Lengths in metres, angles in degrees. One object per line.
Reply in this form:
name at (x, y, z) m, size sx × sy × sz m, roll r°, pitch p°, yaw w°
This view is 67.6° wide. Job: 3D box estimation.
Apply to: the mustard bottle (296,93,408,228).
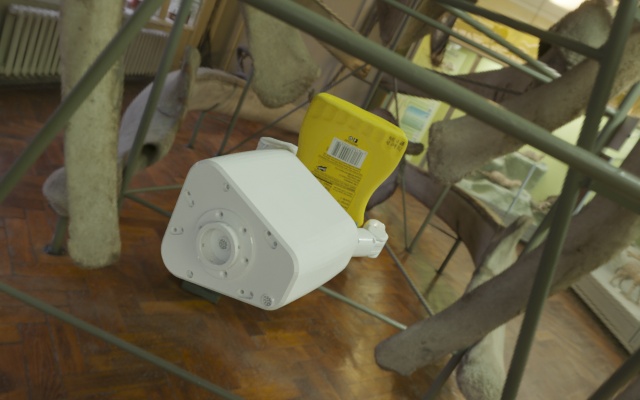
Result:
mustard bottle at (0.000, 0.001, 0.465) m, size 0.096 × 0.192 × 0.058 m, roll 24°, pitch 18°, yaw -5°
